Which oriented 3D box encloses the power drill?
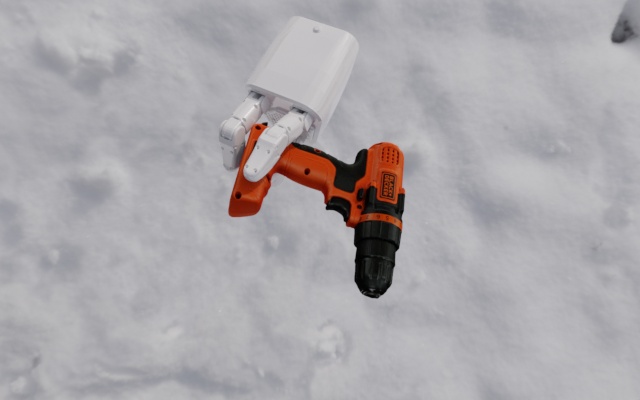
[{"bbox_3d":[0.000,0.001,0.518,0.187,0.184,0.057,15,-31,-9],"label":"power drill"}]
